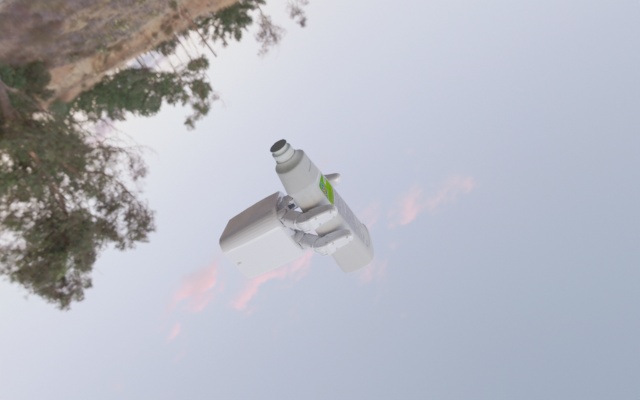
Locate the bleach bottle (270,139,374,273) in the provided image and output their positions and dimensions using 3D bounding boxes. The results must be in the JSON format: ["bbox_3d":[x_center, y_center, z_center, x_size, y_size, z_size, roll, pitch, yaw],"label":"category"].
[{"bbox_3d":[0.000,0.003,0.747,0.068,0.251,0.102,-27,35,12],"label":"bleach bottle"}]
